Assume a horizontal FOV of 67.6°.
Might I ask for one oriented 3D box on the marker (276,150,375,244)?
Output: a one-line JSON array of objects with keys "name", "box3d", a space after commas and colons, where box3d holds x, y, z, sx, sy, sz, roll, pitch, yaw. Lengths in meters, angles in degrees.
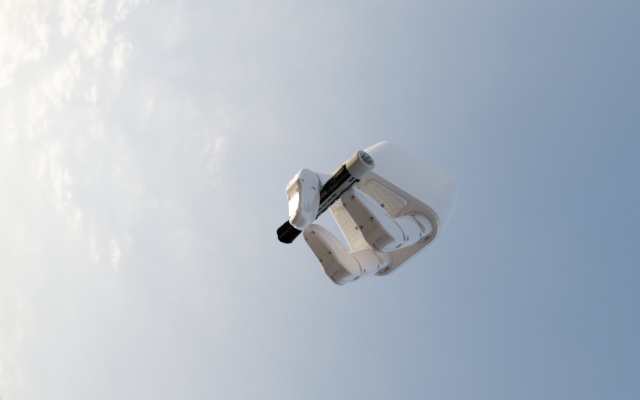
[{"name": "marker", "box3d": [0.000, 0.001, 0.412, 0.020, 0.020, 0.121, 0, -35, -47]}]
